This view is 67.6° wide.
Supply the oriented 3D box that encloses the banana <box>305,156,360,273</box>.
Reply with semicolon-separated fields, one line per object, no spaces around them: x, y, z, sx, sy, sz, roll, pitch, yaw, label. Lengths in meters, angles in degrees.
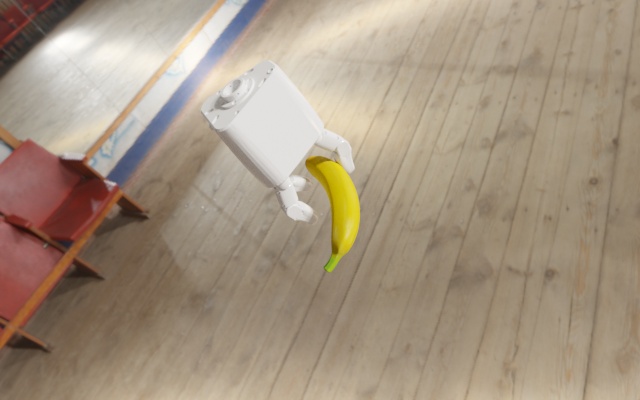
0.016;-0.004;0.635;0.069;0.197;0.037;-28;-45;19;banana
